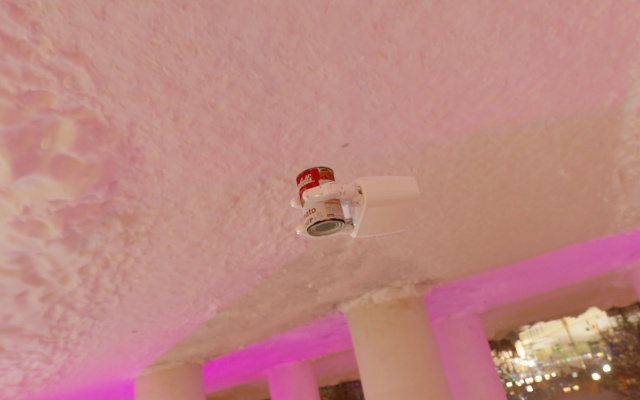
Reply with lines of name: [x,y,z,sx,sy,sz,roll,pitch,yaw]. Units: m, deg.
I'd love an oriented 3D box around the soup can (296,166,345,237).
soup can: [0.000,0.003,0.813,0.068,0.102,0.068,-10,-25,-5]
